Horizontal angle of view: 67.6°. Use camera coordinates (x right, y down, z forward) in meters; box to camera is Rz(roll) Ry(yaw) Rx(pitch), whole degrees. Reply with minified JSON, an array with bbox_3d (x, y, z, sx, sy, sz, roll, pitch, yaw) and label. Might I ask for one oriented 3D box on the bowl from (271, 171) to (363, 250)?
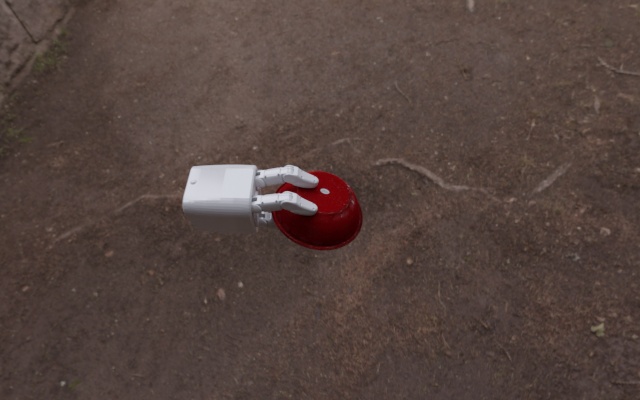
[{"bbox_3d":[0.001,0.002,0.803,0.162,0.162,0.055,0,-39,-16],"label":"bowl"}]
